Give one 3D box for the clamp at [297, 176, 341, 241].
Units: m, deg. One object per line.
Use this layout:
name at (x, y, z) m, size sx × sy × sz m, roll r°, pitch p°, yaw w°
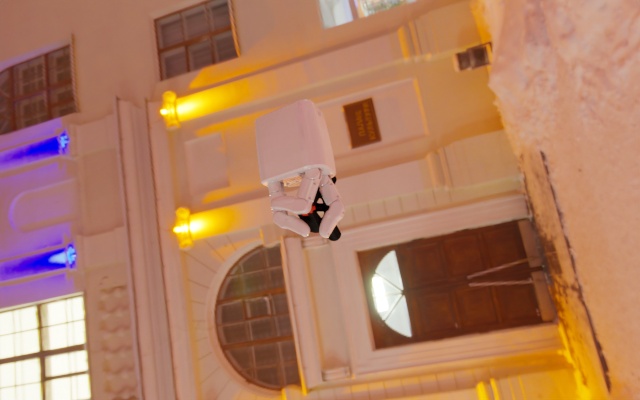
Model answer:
clamp at (-0.001, 0.003, 0.792) m, size 0.039 × 0.120 × 0.171 m, roll -11°, pitch -11°, yaw 14°
